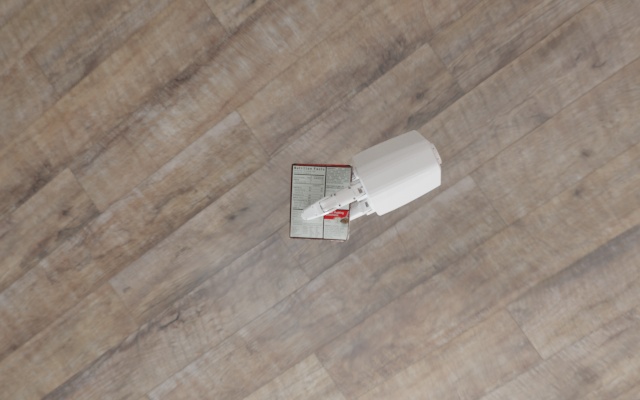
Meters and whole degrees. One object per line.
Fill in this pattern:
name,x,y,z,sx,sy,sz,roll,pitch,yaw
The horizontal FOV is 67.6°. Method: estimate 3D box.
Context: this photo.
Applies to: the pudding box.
pudding box,0.000,0.002,0.706,0.090,0.113,0.039,3,2,4
